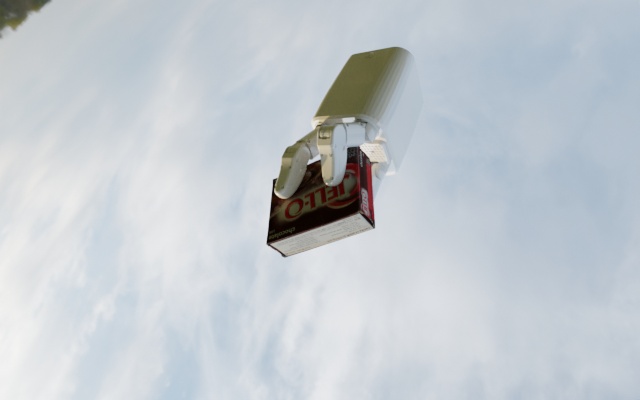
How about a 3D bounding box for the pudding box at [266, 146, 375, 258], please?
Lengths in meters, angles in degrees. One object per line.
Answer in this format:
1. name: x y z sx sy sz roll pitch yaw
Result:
1. pudding box: 0.000 0.002 0.501 0.113 0.090 0.039 -23 -45 26
